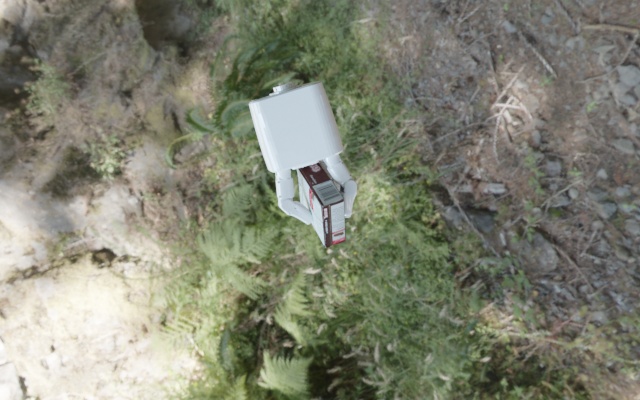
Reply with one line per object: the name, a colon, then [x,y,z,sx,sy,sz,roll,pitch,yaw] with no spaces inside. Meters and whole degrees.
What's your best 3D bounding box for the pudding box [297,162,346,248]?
pudding box: [0.000,0.002,0.736,0.039,0.090,0.113,-17,43,-13]
